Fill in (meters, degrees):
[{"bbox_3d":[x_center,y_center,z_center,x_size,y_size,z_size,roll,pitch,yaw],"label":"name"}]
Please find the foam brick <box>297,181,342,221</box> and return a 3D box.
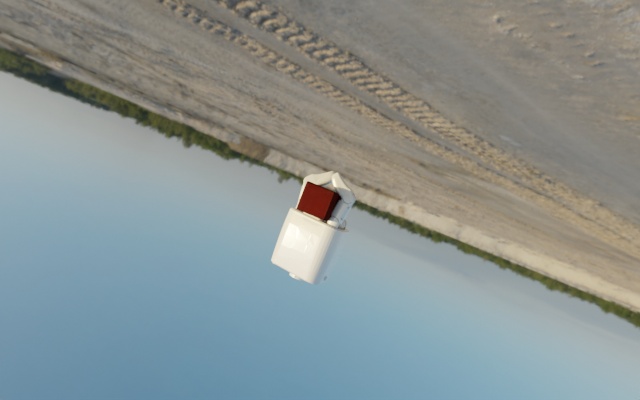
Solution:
[{"bbox_3d":[0.000,0.003,0.823,0.053,0.051,0.078,23,2,14],"label":"foam brick"}]
